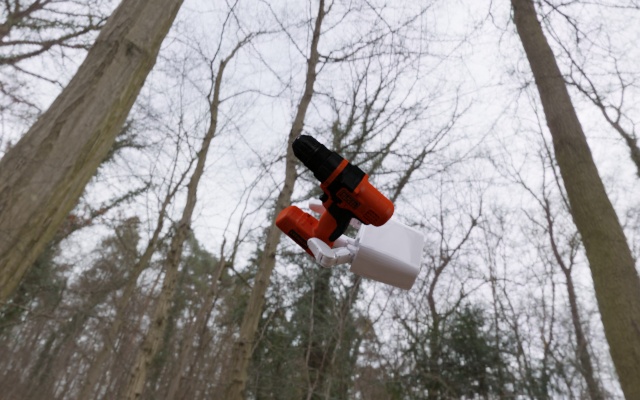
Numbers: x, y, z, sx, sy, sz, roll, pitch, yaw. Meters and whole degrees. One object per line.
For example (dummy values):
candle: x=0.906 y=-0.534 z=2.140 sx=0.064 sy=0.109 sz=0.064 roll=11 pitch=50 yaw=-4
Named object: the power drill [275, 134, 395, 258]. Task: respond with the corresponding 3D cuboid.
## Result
power drill: x=0.000 y=0.003 z=0.757 sx=0.057 sy=0.184 sz=0.188 roll=-50 pitch=3 yaw=-42
